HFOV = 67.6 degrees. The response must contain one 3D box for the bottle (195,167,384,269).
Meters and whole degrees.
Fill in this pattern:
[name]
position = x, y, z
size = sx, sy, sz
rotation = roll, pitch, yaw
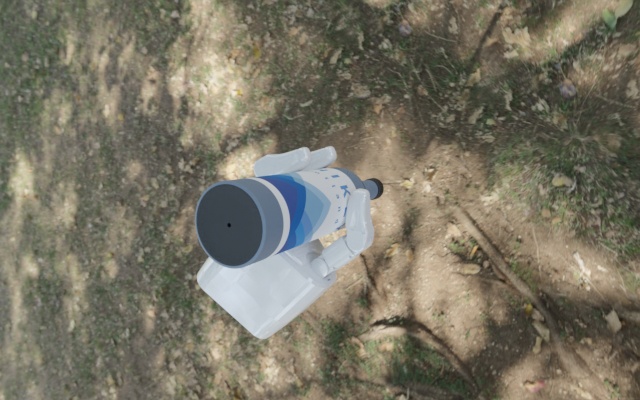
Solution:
[bottle]
position = 0.000, 0.002, 0.483
size = 0.069, 0.069, 0.295
rotation = 0, 7, 28
